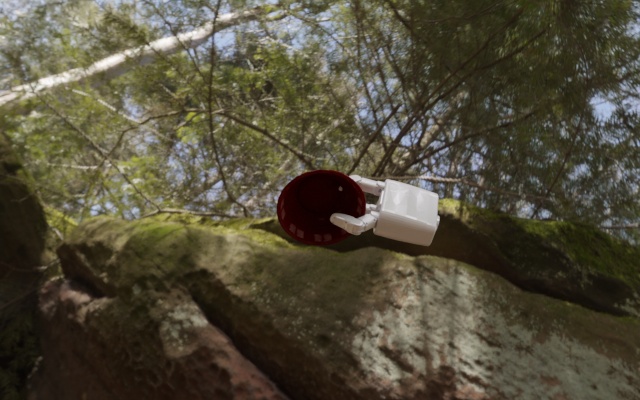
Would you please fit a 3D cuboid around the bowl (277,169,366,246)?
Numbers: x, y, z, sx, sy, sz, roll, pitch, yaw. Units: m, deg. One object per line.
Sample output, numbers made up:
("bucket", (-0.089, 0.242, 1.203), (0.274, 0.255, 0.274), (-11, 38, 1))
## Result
("bowl", (-0.001, 0.002, 0.875), (0.162, 0.162, 0.055), (0, 32, -5))
